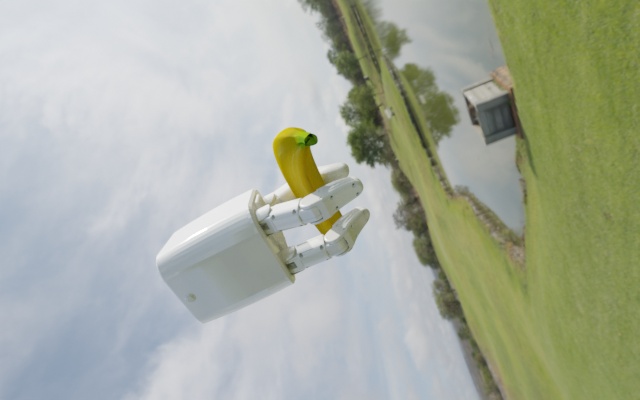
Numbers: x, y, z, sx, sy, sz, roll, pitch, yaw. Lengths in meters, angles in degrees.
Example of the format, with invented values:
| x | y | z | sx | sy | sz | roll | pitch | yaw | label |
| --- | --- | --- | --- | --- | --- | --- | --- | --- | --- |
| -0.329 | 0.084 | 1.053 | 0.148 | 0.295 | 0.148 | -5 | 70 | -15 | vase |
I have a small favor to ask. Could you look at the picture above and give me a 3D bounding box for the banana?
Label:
| x | y | z | sx | sy | sz | roll | pitch | yaw | label |
| --- | --- | --- | --- | --- | --- | --- | --- | --- | --- |
| -0.009 | -0.013 | 0.489 | 0.037 | 0.069 | 0.198 | -32 | -36 | -5 | banana |
